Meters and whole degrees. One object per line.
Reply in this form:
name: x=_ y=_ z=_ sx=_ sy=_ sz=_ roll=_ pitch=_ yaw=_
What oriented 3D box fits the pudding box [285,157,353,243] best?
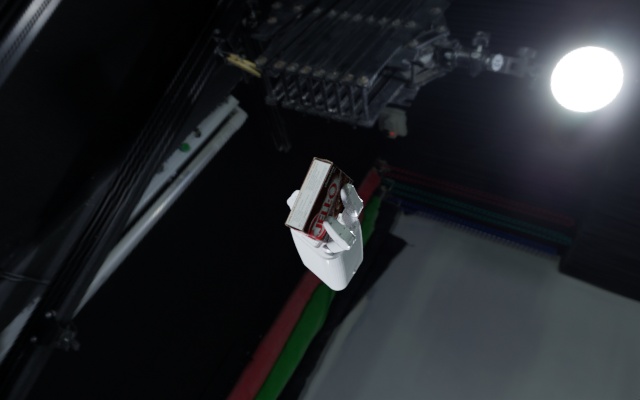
pudding box: x=0.000 y=0.002 z=0.729 sx=0.039 sy=0.113 sz=0.090 roll=18 pitch=-7 yaw=27
